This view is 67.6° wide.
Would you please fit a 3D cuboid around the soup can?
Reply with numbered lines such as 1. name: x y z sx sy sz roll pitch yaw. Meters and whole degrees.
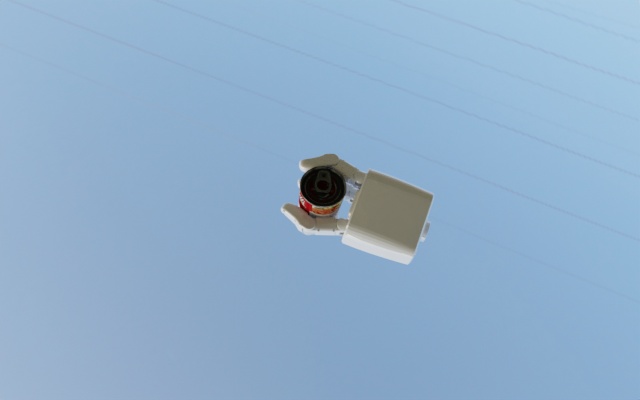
1. soup can: 0.000 0.002 0.728 0.068 0.068 0.102 0 -27 -5
